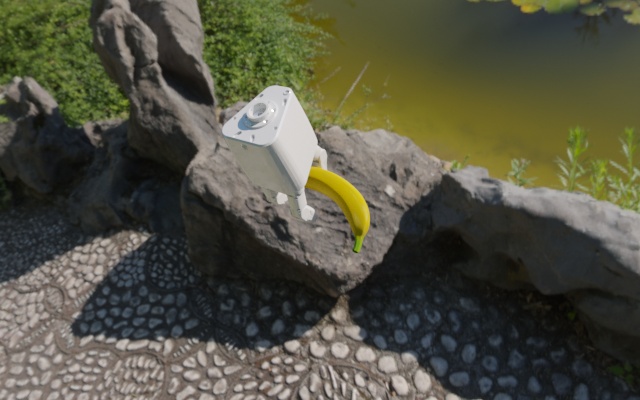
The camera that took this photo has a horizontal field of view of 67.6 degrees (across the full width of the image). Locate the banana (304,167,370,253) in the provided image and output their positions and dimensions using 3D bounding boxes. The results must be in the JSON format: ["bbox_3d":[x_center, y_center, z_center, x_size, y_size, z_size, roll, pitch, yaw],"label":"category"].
[{"bbox_3d":[0.016,-0.008,0.742,0.197,0.069,0.037,46,-7,34],"label":"banana"}]
